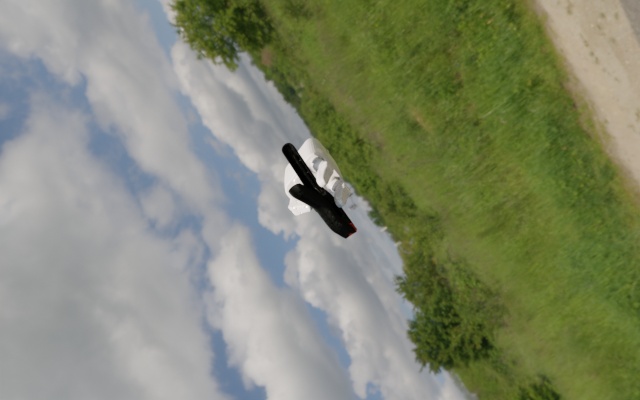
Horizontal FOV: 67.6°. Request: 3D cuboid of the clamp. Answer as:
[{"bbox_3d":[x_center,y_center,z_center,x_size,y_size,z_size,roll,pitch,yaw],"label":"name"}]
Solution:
[{"bbox_3d":[0.000,0.004,0.868,0.036,0.210,0.164,-34,25,14],"label":"clamp"}]
